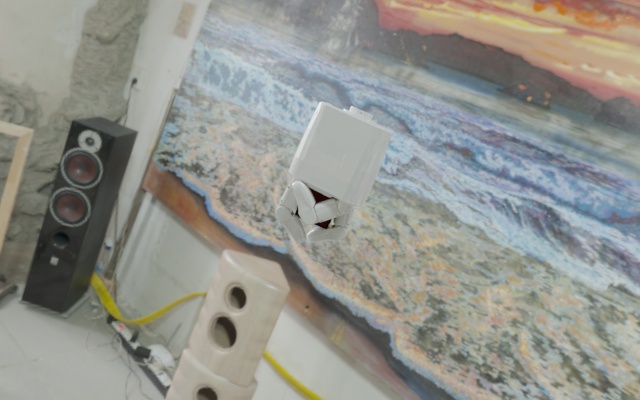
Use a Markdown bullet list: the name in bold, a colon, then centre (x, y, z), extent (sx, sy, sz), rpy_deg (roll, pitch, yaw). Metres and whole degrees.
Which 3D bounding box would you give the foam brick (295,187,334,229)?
- **foam brick**: centre (0.000, 0.002, 0.700), extent (0.053, 0.051, 0.078), rpy_deg (23, 11, 2)
